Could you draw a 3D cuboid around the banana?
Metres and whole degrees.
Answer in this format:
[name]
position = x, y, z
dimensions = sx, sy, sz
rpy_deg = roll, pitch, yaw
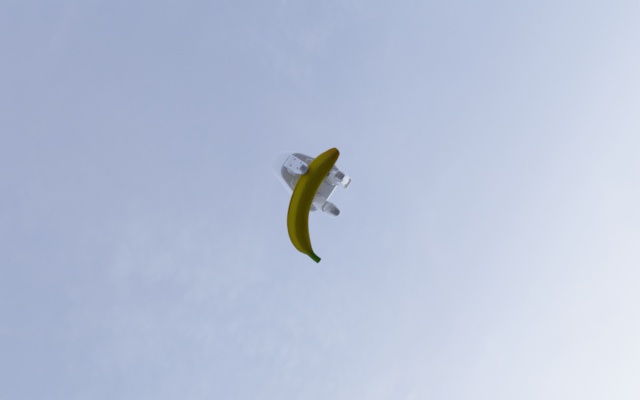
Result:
[banana]
position = -0.018, 0.003, 0.804
dimensions = 0.069, 0.198, 0.037
rpy_deg = 9, 4, -16
